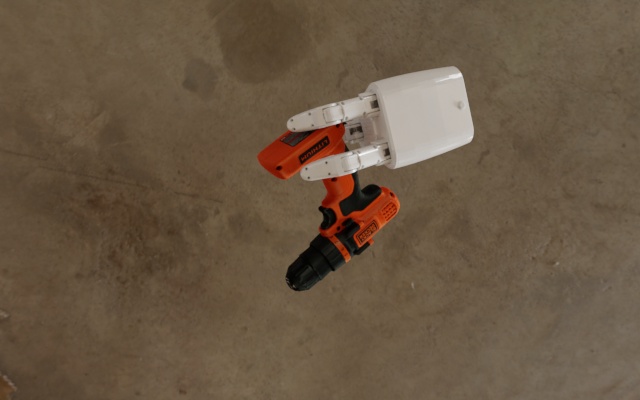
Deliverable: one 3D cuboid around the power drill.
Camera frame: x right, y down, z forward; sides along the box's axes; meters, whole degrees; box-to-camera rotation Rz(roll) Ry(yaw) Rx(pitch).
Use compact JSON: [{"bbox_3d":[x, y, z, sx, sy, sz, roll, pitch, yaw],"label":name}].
[{"bbox_3d":[0.000,0.001,0.587,0.184,0.188,0.057,-41,37,-16],"label":"power drill"}]
